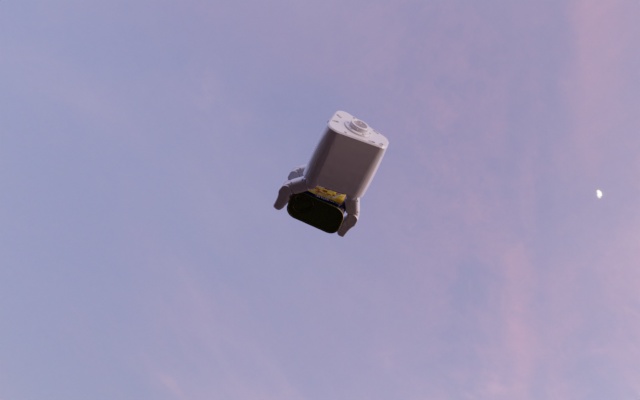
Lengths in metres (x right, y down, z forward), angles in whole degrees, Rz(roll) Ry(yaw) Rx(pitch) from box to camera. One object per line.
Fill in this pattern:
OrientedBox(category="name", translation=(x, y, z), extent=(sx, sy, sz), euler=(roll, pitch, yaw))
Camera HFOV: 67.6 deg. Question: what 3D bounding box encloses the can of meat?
OrientedBox(category="can of meat", translation=(0.000, 0.003, 0.876), extent=(0.102, 0.057, 0.084), euler=(23, 32, 3))
